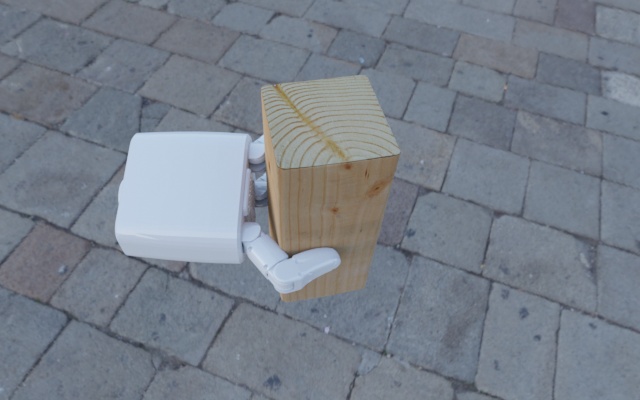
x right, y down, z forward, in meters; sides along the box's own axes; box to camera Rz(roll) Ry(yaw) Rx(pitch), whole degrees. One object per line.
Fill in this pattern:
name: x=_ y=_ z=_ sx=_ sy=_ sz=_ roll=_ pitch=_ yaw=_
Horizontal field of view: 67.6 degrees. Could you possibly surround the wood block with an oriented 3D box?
wood block: x=0.000 y=0.002 z=0.435 sx=0.090 sy=0.090 sz=0.206 roll=-8 pitch=-36 yaw=-9
